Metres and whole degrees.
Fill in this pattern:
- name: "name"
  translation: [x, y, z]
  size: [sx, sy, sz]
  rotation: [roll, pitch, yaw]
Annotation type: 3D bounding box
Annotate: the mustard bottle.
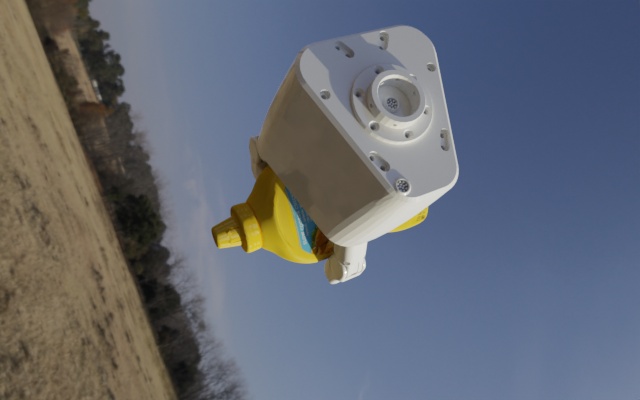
- name: "mustard bottle"
  translation: [0.000, 0.001, 0.416]
  size: [0.191, 0.096, 0.058]
  rotation: [-19, 14, -21]
